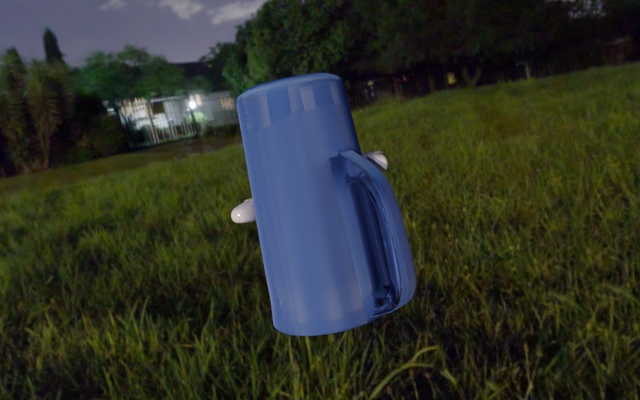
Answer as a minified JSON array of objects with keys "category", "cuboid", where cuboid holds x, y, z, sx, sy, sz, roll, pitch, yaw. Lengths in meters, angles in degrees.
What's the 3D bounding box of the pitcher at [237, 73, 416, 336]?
[{"category":"pitcher","cuboid":[0.000,0.002,0.480,0.149,0.243,0.145,-11,7,5]}]
